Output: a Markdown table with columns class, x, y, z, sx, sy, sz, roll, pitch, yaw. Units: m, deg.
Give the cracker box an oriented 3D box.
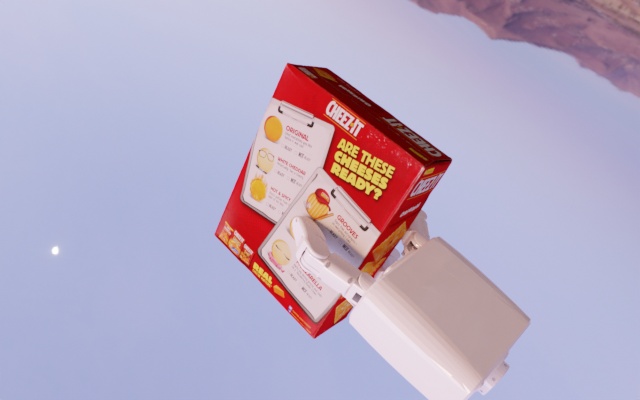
| class | x | y | z | sx | sy | sz | roll | pitch | yaw |
| --- | --- | --- | --- | --- | --- | --- | --- | --- | --- |
| cracker box | 0.000 | 0.002 | 0.472 | 0.164 | 0.214 | 0.072 | 42 | 31 | 22 |
